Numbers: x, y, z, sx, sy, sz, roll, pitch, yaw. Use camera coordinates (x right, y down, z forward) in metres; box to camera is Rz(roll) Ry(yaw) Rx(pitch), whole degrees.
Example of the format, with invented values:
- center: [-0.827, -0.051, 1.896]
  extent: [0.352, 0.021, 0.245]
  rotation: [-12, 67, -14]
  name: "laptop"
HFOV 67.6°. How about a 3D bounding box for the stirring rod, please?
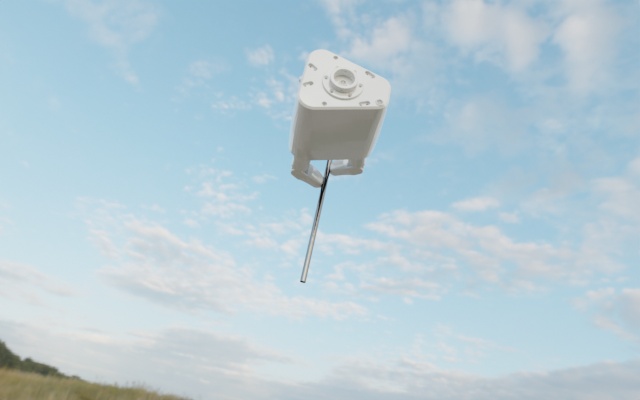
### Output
- center: [0.000, 0.002, 0.677]
  extent: [0.011, 0.239, 0.011]
  rotation: [10, -28, 5]
  name: "stirring rod"
